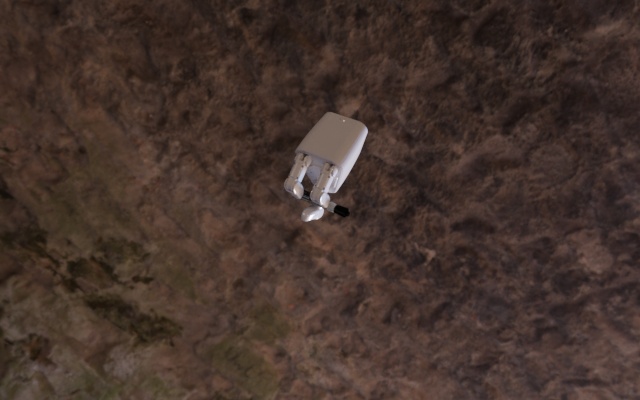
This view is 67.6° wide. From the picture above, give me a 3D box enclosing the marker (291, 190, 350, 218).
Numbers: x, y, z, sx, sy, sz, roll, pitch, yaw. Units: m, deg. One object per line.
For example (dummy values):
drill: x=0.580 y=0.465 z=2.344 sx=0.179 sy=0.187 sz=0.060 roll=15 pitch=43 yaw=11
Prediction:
marker: x=0.000 y=0.003 z=0.887 sx=0.121 sy=0.020 sz=0.020 roll=23 pitch=9 yaw=21
